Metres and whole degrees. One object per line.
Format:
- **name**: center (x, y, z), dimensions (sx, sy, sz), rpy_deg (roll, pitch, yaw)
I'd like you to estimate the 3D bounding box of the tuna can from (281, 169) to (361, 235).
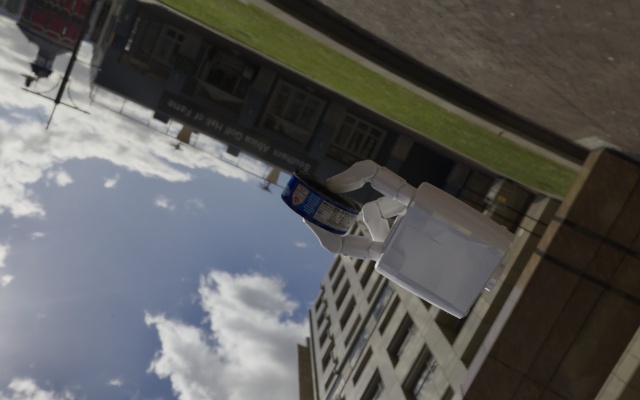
- **tuna can**: center (0.000, 0.002, 0.525), dimensions (0.086, 0.034, 0.086), rpy_deg (30, 10, -6)
